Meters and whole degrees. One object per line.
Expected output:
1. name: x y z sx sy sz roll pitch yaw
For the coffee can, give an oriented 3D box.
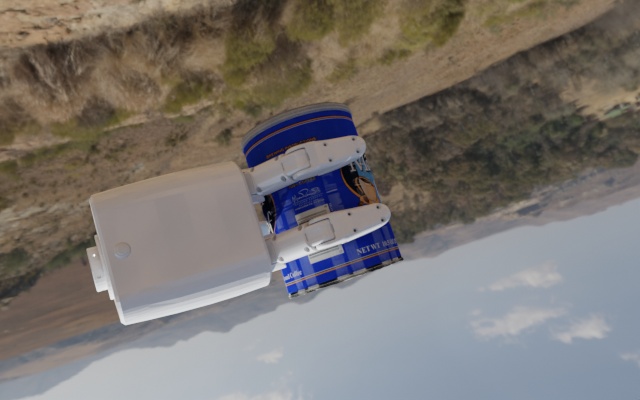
1. coffee can: 0.000 0.001 0.415 0.103 0.140 0.103 -18 -9 -3
